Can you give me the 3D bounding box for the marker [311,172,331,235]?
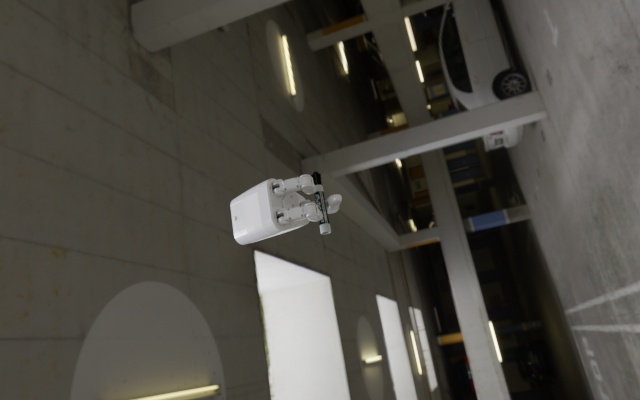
[{"bbox_3d":[0.000,0.003,0.882,0.020,0.121,0.020,-9,-20,-3],"label":"marker"}]
